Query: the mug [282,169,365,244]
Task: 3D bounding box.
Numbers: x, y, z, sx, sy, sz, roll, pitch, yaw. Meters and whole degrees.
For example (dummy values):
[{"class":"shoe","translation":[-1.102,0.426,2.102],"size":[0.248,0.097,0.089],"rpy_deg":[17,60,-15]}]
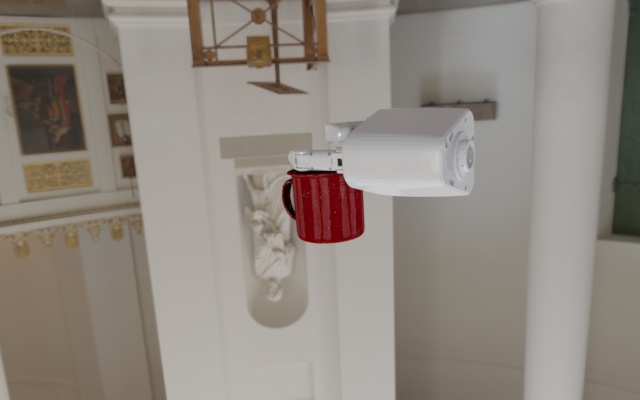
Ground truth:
[{"class":"mug","translation":[-0.001,0.002,0.572],"size":[0.117,0.081,0.093],"rpy_deg":[3,13,35]}]
